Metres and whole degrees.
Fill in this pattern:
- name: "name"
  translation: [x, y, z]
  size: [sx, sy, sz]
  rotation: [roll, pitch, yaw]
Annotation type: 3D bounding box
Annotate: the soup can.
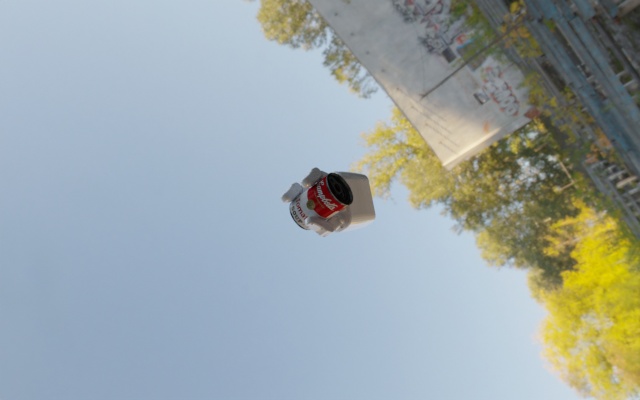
- name: "soup can"
  translation: [0.000, 0.003, 0.877]
  size: [0.102, 0.068, 0.068]
  rotation: [-35, -20, 32]
